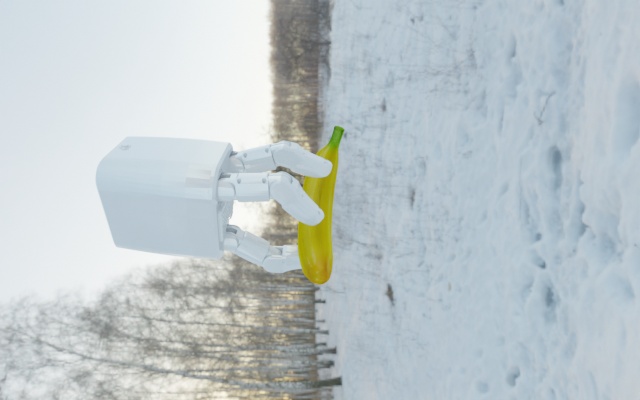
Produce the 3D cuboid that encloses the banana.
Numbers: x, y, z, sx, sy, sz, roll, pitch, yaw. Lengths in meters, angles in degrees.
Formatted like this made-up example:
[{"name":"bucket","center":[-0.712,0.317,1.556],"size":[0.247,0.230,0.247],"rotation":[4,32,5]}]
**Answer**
[{"name":"banana","center":[-0.003,0.010,0.495],"size":[0.037,0.197,0.070],"rotation":[9,-39,-5]}]
